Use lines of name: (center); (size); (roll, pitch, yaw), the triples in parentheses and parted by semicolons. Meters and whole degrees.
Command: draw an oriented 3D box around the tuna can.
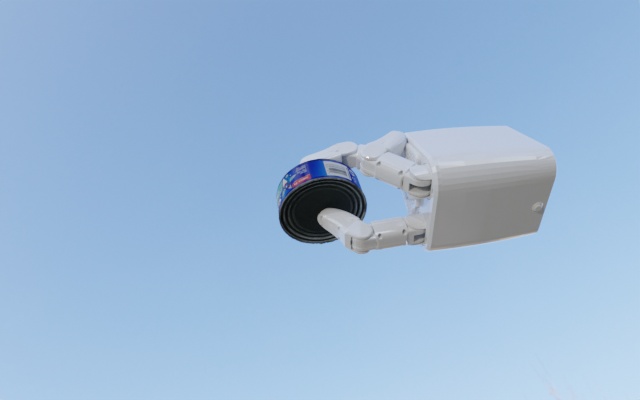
tuna can: (0.000, 0.001, 0.468); (0.086, 0.086, 0.033); (0, 41, -13)
